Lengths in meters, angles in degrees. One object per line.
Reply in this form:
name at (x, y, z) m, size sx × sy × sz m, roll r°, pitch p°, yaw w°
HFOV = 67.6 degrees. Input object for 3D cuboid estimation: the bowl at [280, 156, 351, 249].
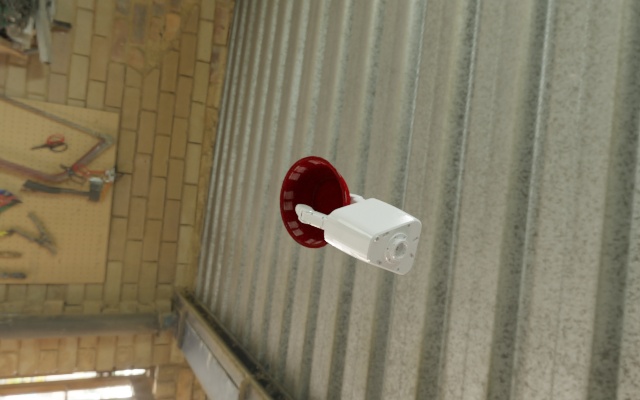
bowl at (0.000, 0.002, 0.852) m, size 0.162 × 0.162 × 0.055 m, roll 0°, pitch 1°, yaw 43°
